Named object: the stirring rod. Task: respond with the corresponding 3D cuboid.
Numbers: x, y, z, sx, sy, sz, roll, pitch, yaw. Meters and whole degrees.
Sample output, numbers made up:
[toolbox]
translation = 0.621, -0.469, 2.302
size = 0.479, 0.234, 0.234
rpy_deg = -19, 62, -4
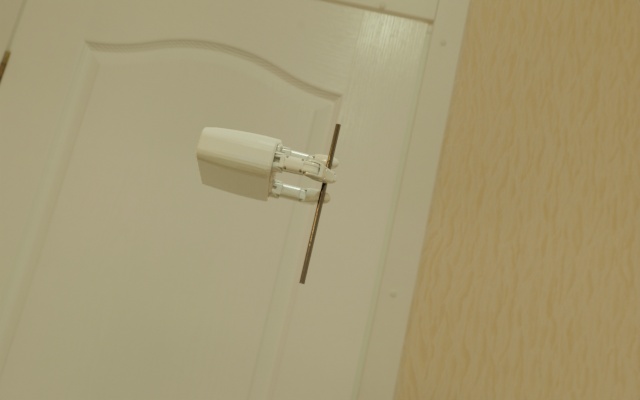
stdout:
[stirring rod]
translation = 0.000, 0.002, 0.696
size = 0.011, 0.239, 0.011
rpy_deg = 13, -9, 2
